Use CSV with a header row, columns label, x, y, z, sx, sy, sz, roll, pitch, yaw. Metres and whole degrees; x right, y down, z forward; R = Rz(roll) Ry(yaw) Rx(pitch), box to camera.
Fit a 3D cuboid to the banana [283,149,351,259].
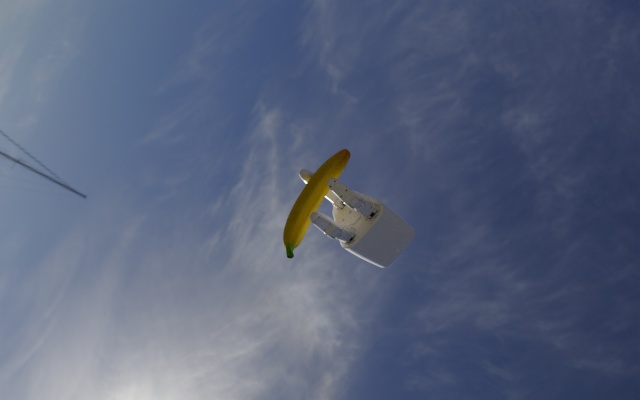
label,x,y,z,sx,sy,sz,roll,pitch,yaw
banana,-0.012,0.003,0.776,0.037,0.197,0.069,34,-12,-32
